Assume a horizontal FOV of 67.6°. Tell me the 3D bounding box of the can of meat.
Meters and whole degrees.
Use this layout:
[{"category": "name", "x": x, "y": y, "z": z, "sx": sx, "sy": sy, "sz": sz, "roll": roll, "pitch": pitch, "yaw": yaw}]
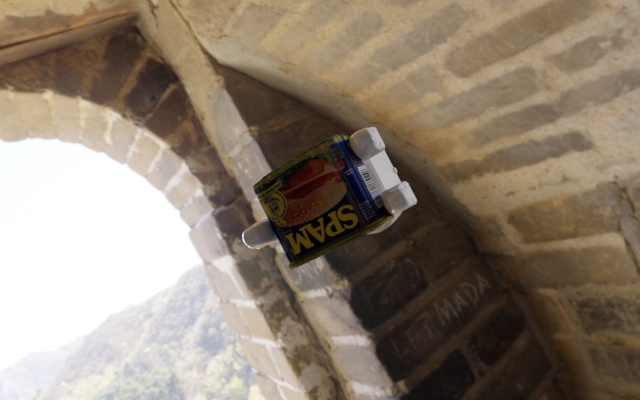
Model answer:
[{"category": "can of meat", "x": 0.000, "y": 0.001, "z": 0.420, "sx": 0.102, "sy": 0.084, "sz": 0.057, "roll": -28, "pitch": -3, "yaw": 25}]
